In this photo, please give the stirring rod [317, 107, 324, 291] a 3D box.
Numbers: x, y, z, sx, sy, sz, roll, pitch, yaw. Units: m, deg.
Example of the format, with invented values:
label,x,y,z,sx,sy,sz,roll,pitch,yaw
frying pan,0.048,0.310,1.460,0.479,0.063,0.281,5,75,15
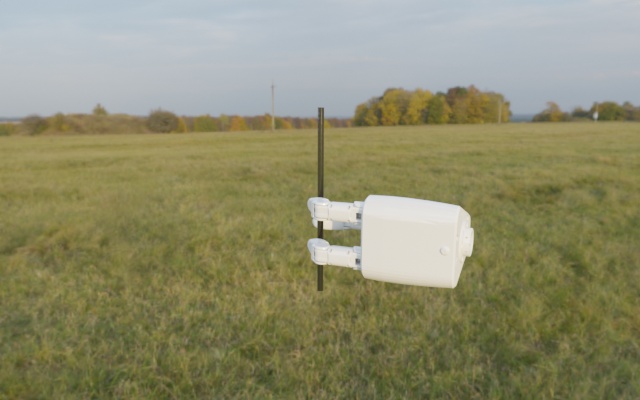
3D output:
label,x,y,z,sx,sy,sz,roll,pitch,yaw
stirring rod,0.000,0.002,0.619,0.011,0.239,0.011,0,10,0
